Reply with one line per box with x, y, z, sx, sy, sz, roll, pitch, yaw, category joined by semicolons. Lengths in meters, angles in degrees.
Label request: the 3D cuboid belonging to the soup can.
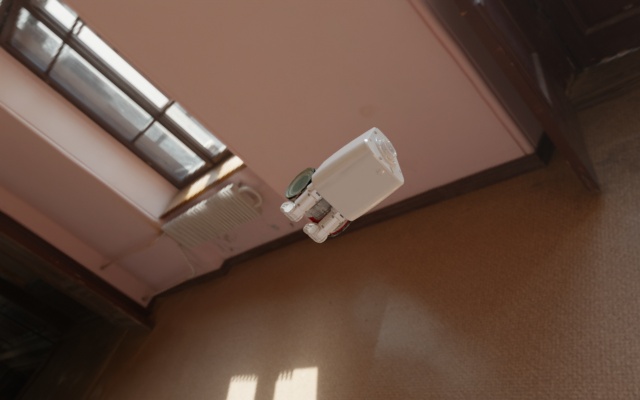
0.000;0.003;0.787;0.102;0.068;0.068;43;-20;-23;soup can
